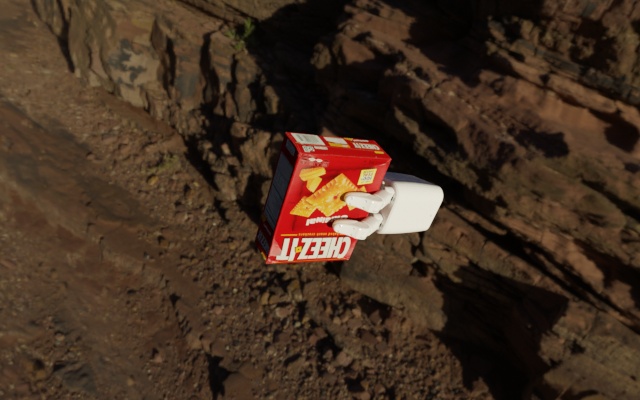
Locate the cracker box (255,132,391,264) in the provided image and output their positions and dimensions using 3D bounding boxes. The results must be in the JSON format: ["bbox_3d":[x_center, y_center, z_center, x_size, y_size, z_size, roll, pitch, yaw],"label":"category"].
[{"bbox_3d":[0.000,0.002,0.782,0.164,0.214,0.072,1,34,-28],"label":"cracker box"}]
